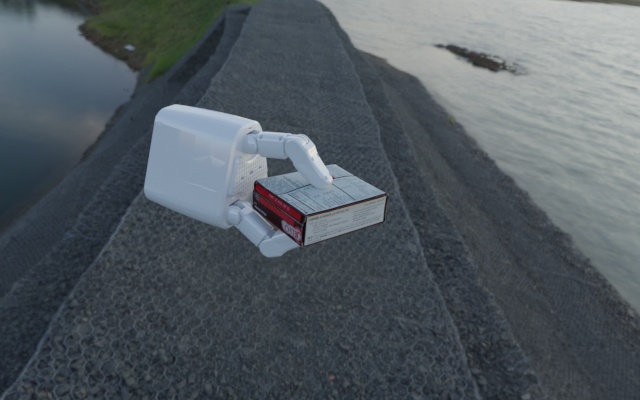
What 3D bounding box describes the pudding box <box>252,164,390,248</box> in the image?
[{"bbox_3d":[0.000,0.001,0.492,0.113,0.039,0.090,-16,34,-35],"label":"pudding box"}]
